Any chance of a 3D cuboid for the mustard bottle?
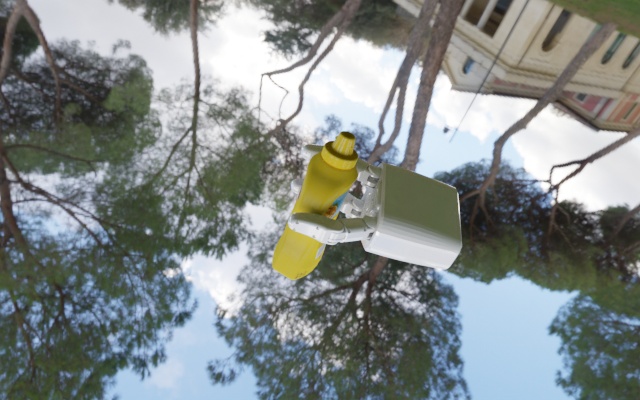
[{"bbox_3d":[0.000,0.002,0.576,0.058,0.192,0.096,30,34,10],"label":"mustard bottle"}]
